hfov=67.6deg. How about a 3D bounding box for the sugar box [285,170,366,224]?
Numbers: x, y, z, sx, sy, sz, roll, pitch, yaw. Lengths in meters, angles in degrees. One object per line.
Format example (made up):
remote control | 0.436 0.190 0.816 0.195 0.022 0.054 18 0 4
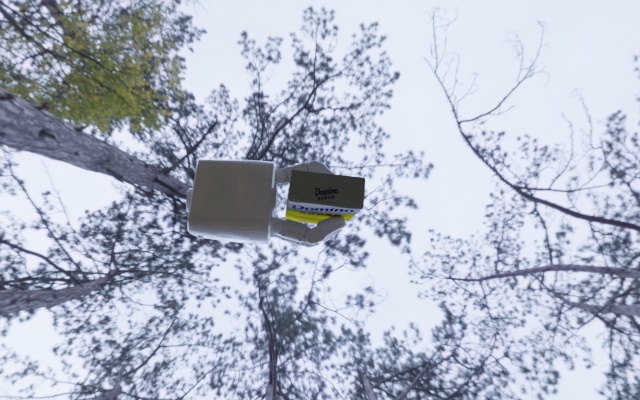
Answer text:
sugar box | 0.000 0.003 0.653 0.093 0.048 0.176 6 -8 -4
